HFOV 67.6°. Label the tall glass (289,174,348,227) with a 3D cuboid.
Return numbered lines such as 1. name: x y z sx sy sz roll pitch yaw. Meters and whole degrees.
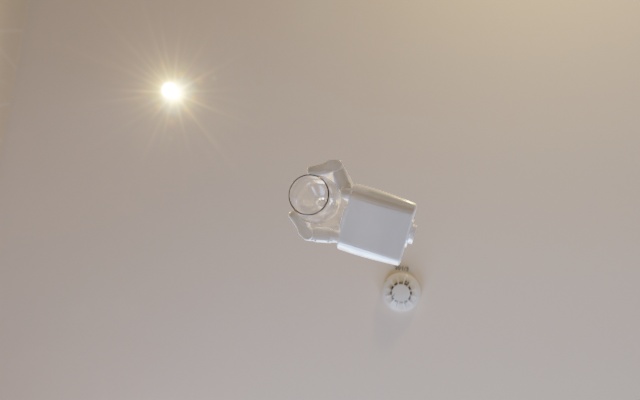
1. tall glass: 0.000 0.003 0.800 0.079 0.079 0.201 0 -6 11
